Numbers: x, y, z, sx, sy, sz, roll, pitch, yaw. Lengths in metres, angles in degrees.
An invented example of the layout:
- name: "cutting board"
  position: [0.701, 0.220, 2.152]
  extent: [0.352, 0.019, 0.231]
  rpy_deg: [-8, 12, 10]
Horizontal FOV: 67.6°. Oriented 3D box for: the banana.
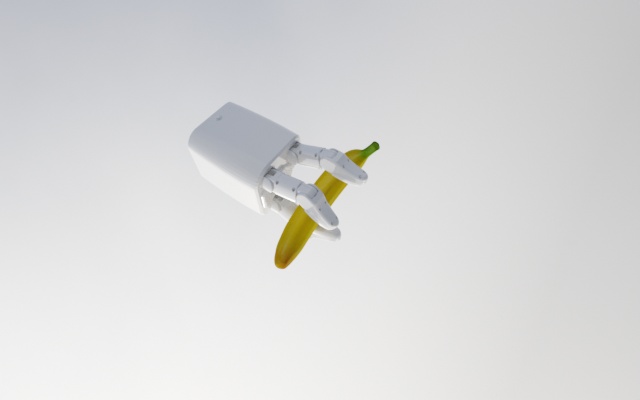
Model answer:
- name: "banana"
  position: [-0.002, 0.002, 0.599]
  extent: [0.037, 0.197, 0.069]
  rpy_deg: [38, -14, -5]
